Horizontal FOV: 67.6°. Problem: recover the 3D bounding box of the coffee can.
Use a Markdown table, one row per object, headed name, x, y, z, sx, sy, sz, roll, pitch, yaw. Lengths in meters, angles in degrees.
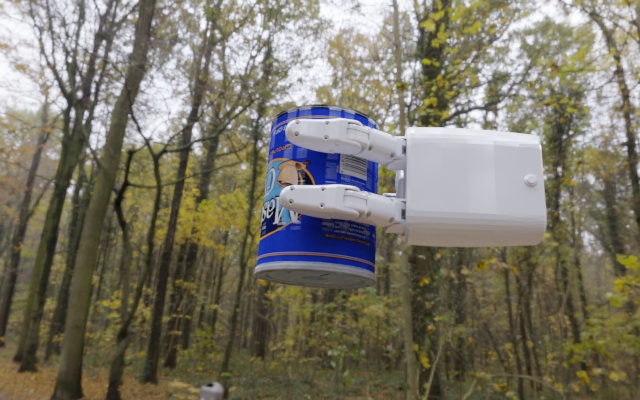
| name | x | y | z | sx | sy | sz | roll | pitch | yaw |
| --- | --- | --- | --- | --- | --- | --- | --- | --- | --- |
| coffee can | 0.000 | 0.002 | 0.424 | 0.103 | 0.140 | 0.103 | 4 | -17 | 1 |
